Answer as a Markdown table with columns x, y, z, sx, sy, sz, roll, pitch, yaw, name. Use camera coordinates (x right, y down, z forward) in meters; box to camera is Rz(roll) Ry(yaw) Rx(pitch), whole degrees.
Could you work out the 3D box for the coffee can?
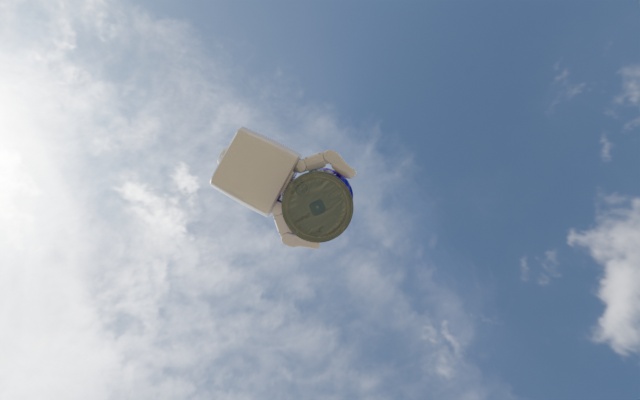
| x | y | z | sx | sy | sz | roll | pitch | yaw | name |
| --- | --- | --- | --- | --- | --- | --- | --- | --- | --- |
| 0.000 | 0.002 | 0.744 | 0.103 | 0.103 | 0.140 | 0 | 6 | 4 | coffee can |
